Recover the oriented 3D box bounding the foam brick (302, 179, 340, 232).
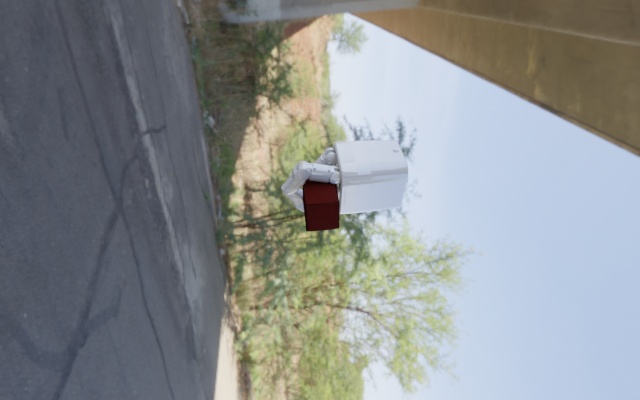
[{"bbox_3d":[0.000,0.003,0.735,0.051,0.053,0.078,-3,38,-4],"label":"foam brick"}]
